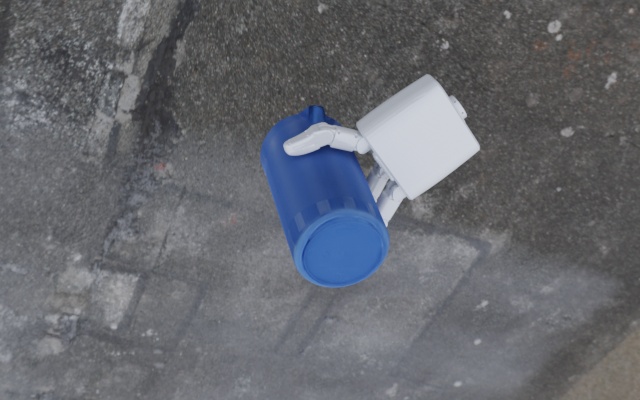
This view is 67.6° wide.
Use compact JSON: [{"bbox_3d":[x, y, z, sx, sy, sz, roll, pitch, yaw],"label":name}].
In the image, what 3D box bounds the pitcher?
[{"bbox_3d":[0.000,0.002,0.613,0.145,0.149,0.242,-35,34,10],"label":"pitcher"}]
